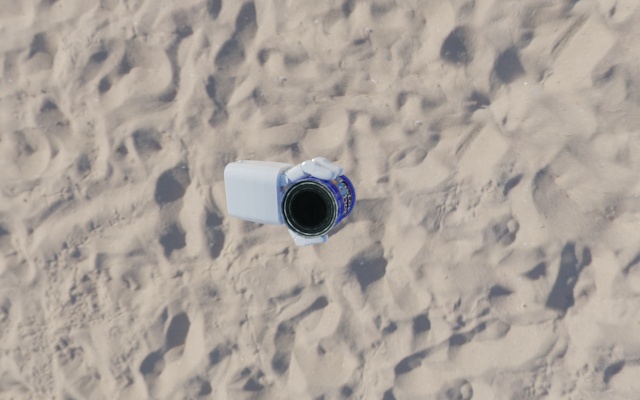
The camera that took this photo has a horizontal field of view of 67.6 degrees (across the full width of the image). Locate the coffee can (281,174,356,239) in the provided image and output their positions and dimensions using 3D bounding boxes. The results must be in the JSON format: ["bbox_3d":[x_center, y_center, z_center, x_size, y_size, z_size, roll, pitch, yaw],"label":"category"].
[{"bbox_3d":[0.000,0.003,0.869,0.103,0.103,0.140,0,10,17],"label":"coffee can"}]
